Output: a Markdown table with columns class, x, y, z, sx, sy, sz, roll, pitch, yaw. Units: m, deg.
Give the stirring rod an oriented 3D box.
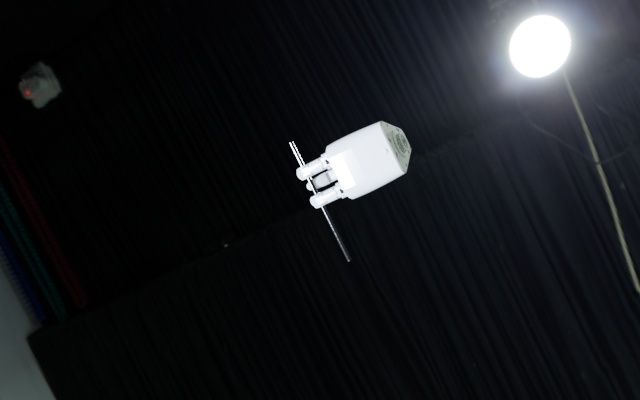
| class | x | y | z | sx | sy | sz | roll | pitch | yaw |
| --- | --- | --- | --- | --- | --- | --- | --- | --- | --- |
| stirring rod | 0.000 | 0.003 | 0.872 | 0.011 | 0.239 | 0.011 | -26 | 4 | 2 |
